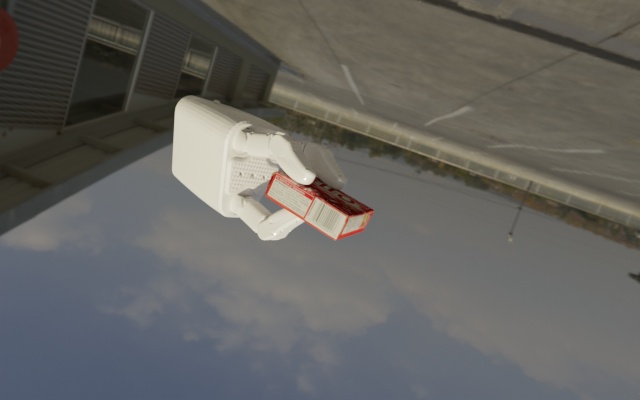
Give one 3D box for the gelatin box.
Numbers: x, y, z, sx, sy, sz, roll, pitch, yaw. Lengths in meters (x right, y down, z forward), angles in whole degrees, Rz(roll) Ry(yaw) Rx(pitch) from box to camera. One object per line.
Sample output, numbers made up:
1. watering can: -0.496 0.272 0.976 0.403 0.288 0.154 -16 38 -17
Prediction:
1. gelatin box: 0.000 0.002 0.476 0.089 0.030 0.073 32 15 20
